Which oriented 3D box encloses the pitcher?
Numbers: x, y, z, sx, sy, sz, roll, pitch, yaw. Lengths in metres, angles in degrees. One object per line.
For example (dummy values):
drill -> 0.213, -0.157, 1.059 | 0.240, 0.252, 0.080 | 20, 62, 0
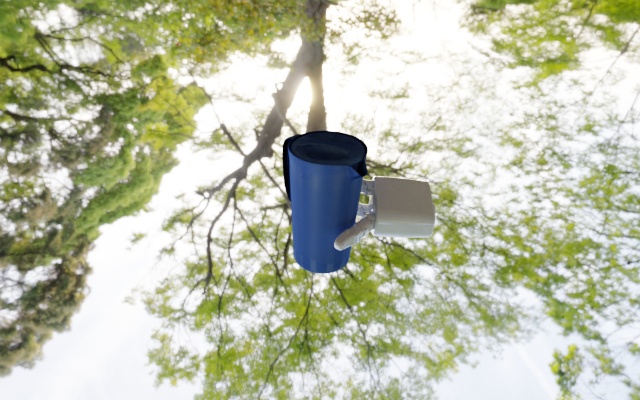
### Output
pitcher -> 0.000, 0.003, 0.855 | 0.145, 0.243, 0.149 | 2, 32, -3
